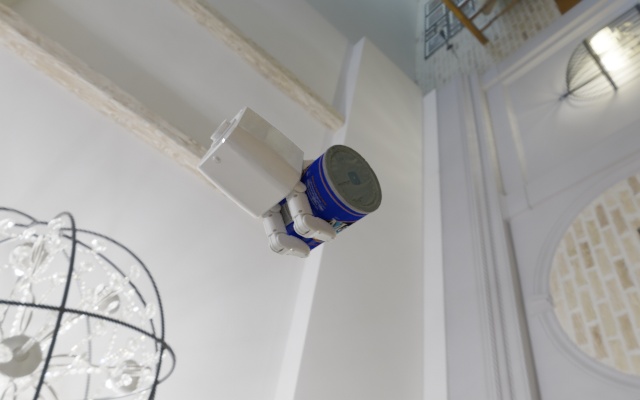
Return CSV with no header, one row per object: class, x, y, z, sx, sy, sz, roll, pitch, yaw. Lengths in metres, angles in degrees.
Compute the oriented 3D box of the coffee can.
coffee can,0.000,0.002,0.667,0.103,0.102,0.140,0,-28,-47
